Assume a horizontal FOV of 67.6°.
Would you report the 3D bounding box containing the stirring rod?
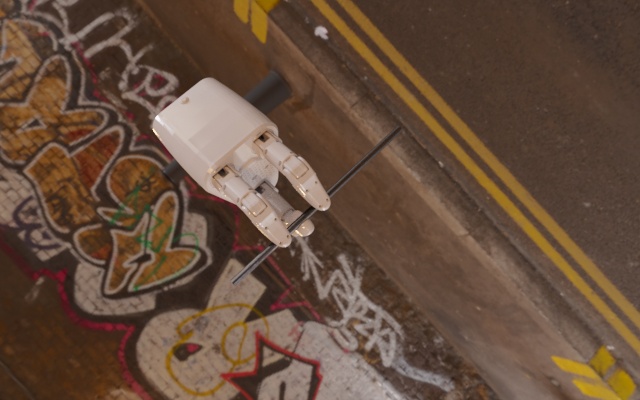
[{"bbox_3d":[0.000,0.002,0.494,0.239,0.011,0.011,-43,11,-12],"label":"stirring rod"}]
